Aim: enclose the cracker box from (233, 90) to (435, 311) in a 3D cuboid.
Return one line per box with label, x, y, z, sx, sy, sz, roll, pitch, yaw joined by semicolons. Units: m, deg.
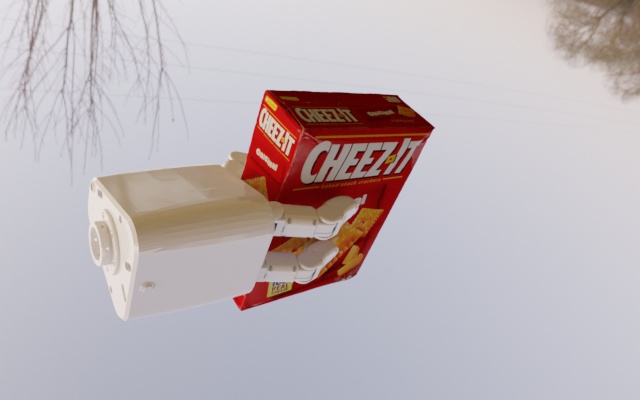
cracker box;0.000;0.002;0.482;0.164;0.214;0.072;-9;45;-38
